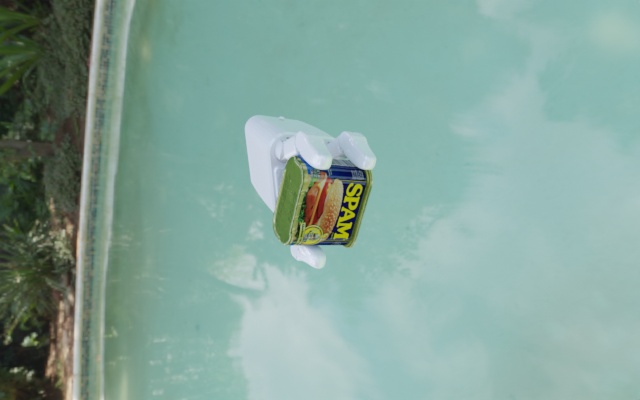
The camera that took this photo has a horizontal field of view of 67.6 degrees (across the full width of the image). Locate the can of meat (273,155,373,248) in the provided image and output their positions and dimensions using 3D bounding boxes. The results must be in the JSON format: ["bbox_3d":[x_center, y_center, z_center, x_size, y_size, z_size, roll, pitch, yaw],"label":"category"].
[{"bbox_3d":[0.000,0.002,0.530,0.084,0.102,0.057,3,24,-28],"label":"can of meat"}]
